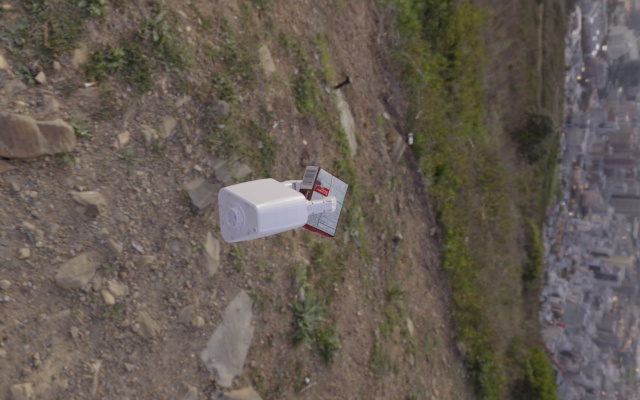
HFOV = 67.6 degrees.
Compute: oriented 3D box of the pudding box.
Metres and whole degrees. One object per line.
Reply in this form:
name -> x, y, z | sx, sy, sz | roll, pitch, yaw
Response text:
pudding box -> 0.000, 0.003, 0.890 | 0.039, 0.113, 0.090 | 7, -15, 44
